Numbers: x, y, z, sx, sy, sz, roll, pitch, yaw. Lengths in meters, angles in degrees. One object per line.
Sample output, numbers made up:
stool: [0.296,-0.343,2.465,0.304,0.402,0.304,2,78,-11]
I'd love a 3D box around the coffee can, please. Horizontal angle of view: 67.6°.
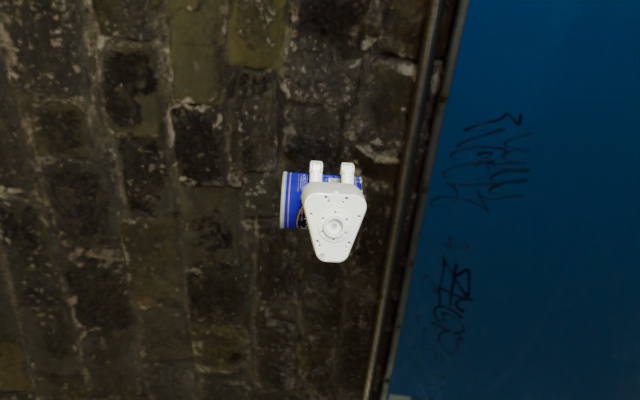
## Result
coffee can: [0.000,0.003,0.863,0.140,0.103,0.103,3,0,-2]
